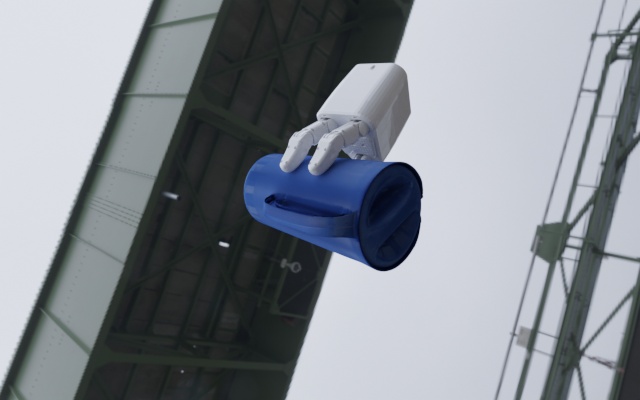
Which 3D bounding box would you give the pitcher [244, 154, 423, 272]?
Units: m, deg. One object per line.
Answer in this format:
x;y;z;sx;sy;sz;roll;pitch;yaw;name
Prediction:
0.000;0.002;0.638;0.243;0.145;0.149;13;-27;43;pitcher
